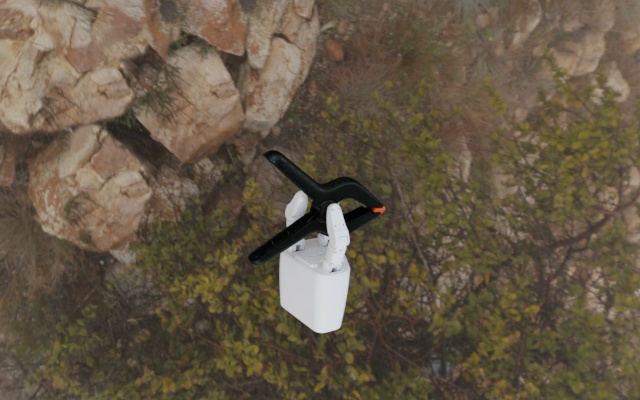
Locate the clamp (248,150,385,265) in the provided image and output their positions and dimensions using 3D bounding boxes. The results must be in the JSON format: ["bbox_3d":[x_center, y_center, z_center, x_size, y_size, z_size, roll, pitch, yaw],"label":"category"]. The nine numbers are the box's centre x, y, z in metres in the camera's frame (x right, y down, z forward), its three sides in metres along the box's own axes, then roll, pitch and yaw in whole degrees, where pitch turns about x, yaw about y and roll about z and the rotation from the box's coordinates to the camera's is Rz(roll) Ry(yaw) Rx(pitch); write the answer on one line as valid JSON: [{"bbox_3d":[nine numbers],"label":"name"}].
[{"bbox_3d":[0.001,0.003,0.675,0.210,0.165,0.036,-8,28,-26],"label":"clamp"}]
